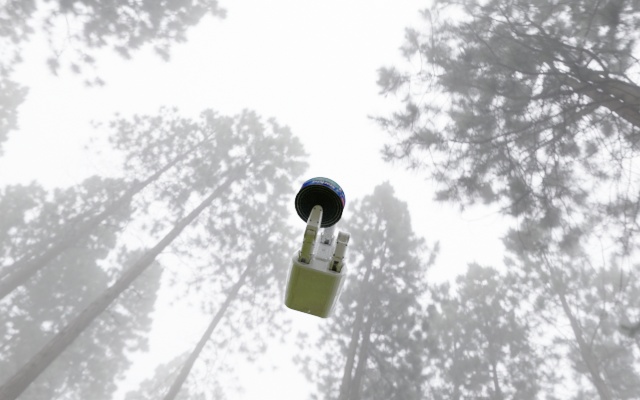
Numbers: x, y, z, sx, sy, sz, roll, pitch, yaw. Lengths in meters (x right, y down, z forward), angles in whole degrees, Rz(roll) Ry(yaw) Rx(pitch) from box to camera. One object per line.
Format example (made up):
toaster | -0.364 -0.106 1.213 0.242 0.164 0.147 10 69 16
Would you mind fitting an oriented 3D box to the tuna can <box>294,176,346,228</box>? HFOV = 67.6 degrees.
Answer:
tuna can | 0.000 0.002 0.815 0.086 0.086 0.033 0 30 15
